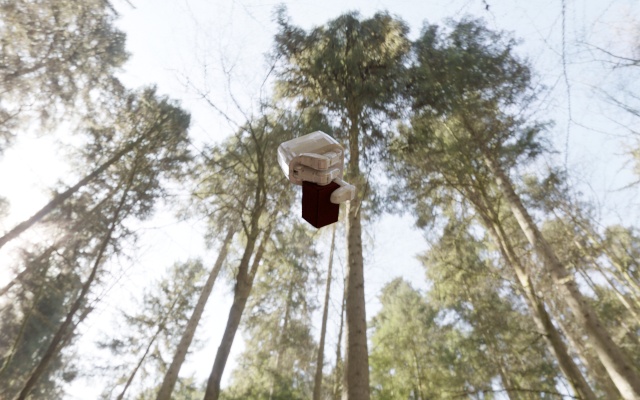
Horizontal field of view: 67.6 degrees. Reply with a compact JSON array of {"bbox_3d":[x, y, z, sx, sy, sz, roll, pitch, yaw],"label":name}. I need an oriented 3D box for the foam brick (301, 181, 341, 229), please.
[{"bbox_3d":[0.000,0.003,0.885,0.053,0.078,0.051,-15,30,-36],"label":"foam brick"}]
